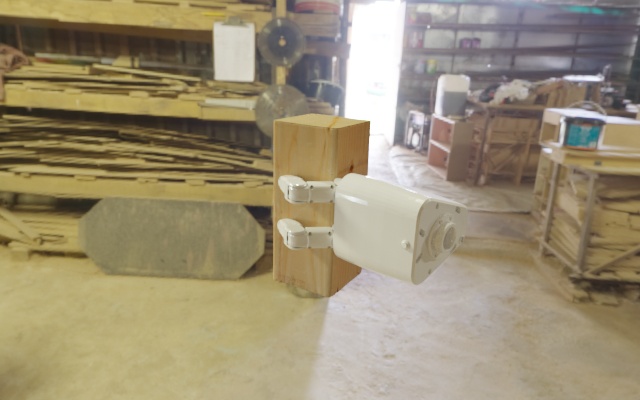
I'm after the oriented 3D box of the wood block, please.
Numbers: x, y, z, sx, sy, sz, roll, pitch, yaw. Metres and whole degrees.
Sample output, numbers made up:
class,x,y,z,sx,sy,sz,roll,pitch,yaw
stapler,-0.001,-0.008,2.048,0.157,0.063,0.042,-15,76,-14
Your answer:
class,x,y,z,sx,sy,sz,roll,pitch,yaw
wood block,0.001,0.002,0.602,0.090,0.206,0.091,12,20,29
